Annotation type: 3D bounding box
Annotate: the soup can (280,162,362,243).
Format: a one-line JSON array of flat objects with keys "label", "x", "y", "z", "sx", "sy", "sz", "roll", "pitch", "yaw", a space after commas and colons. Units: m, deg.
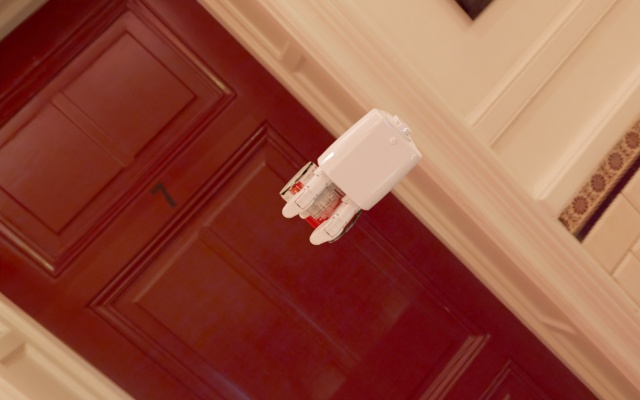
[{"label": "soup can", "x": 0.000, "y": 0.002, "z": 0.689, "sx": 0.102, "sy": 0.068, "sz": 0.068, "roll": 44, "pitch": -8, "yaw": -8}]
